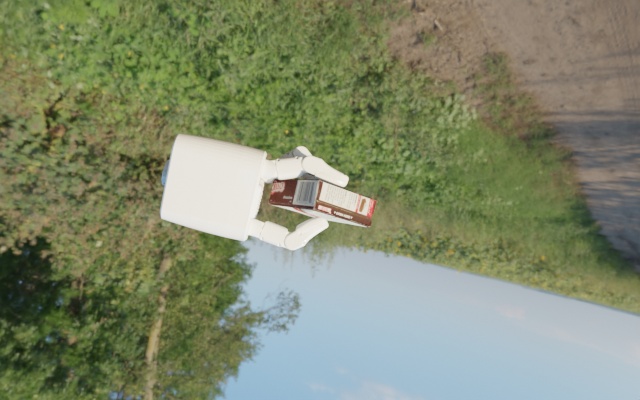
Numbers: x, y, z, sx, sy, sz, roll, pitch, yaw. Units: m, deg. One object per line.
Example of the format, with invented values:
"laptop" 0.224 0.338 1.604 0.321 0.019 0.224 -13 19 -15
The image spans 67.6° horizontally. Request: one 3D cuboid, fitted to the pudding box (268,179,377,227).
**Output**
"pudding box" 0.000 0.002 0.599 0.090 0.039 0.113 17 -5 -33
